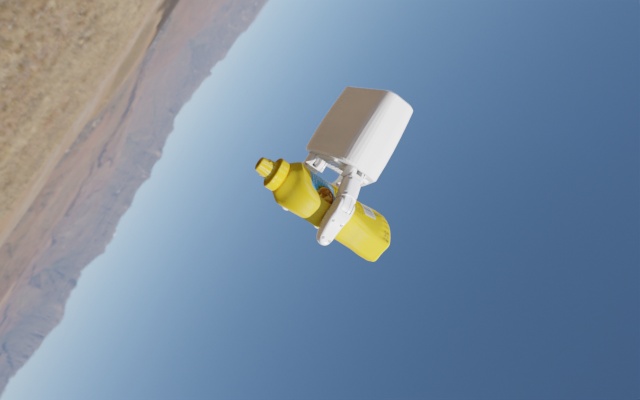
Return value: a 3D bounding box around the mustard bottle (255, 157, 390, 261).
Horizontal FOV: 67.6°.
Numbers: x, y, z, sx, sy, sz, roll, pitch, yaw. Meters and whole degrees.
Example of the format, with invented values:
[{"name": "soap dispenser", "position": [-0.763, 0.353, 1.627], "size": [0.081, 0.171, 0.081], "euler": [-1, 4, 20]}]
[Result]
[{"name": "mustard bottle", "position": [0.000, 0.002, 0.615], "size": [0.192, 0.058, 0.096], "euler": [33, 18, -21]}]
